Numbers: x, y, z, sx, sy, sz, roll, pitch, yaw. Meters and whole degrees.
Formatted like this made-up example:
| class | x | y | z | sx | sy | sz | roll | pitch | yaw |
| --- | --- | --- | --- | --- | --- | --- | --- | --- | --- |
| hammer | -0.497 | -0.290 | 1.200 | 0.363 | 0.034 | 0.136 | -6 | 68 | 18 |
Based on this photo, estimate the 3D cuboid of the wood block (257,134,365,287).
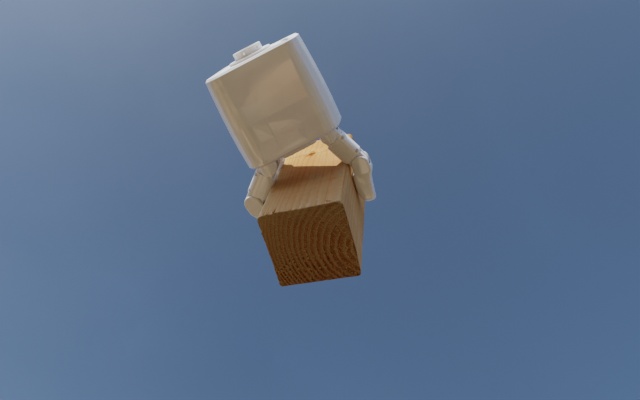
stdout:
| class | x | y | z | sx | sy | sz | roll | pitch | yaw |
| --- | --- | --- | --- | --- | --- | --- | --- | --- | --- |
| wood block | 0.000 | 0.001 | 0.572 | 0.091 | 0.090 | 0.206 | -11 | 25 | 12 |
